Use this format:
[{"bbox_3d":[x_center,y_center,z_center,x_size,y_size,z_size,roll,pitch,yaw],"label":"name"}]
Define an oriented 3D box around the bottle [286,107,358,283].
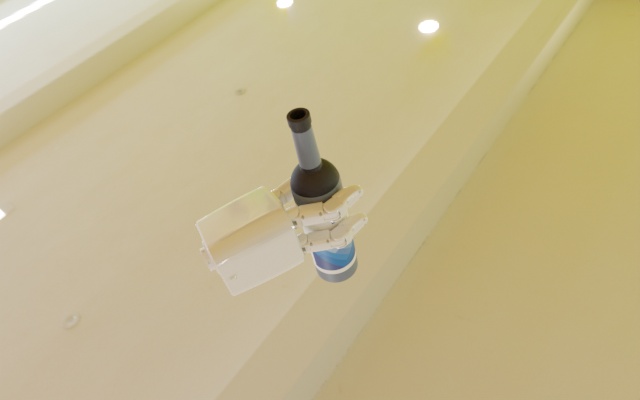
[{"bbox_3d":[0.000,0.002,0.644,0.069,0.069,0.296,0,-42,14],"label":"bottle"}]
